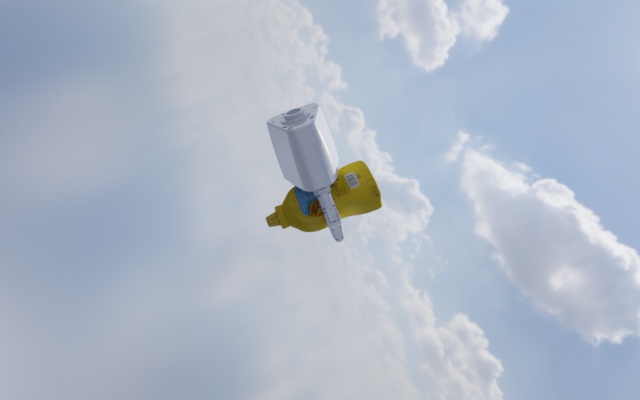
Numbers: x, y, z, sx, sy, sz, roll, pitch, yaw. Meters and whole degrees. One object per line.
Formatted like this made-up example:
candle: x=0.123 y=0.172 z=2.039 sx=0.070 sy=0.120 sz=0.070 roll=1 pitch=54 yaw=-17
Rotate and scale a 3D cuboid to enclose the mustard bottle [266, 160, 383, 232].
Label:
mustard bottle: x=0.000 y=0.003 z=0.802 sx=0.191 sy=0.096 sz=0.058 roll=-21 pitch=-38 yaw=-3
